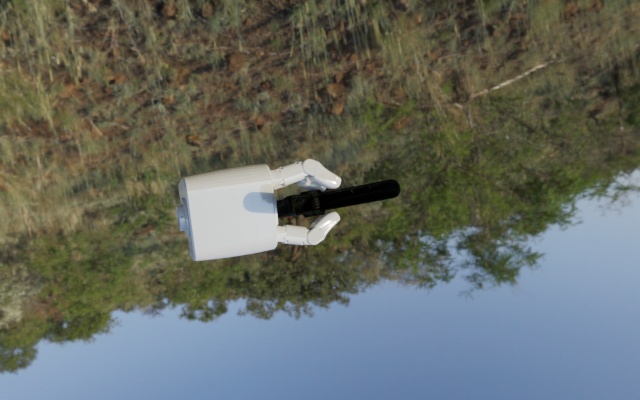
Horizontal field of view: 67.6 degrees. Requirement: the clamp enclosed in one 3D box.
[{"bbox_3d":[0.000,0.003,0.664,0.164,0.036,0.210,-9,-1,-21],"label":"clamp"}]
